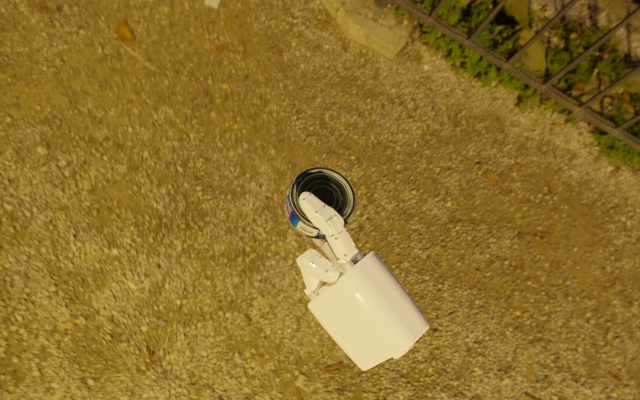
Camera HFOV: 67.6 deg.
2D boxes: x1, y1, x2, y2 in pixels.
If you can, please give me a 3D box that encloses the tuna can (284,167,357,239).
[{"bbox_3d":[0.000,0.002,0.584,0.086,0.086,0.034,0,-25,-14],"label":"tuna can"}]
